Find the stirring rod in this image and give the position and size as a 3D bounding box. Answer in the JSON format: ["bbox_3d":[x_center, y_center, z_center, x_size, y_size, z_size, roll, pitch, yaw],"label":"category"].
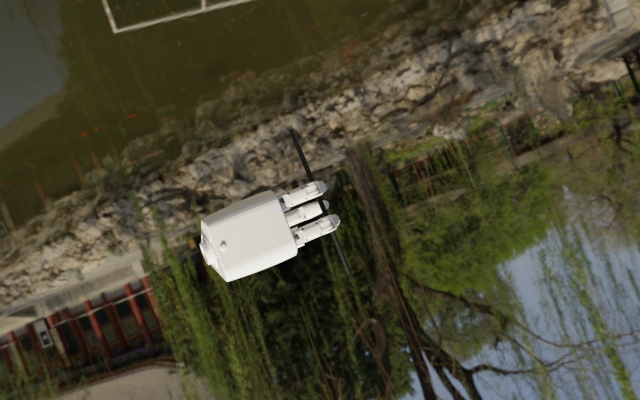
[{"bbox_3d":[0.000,0.002,0.734,0.011,0.239,0.011,-22,0,0],"label":"stirring rod"}]
